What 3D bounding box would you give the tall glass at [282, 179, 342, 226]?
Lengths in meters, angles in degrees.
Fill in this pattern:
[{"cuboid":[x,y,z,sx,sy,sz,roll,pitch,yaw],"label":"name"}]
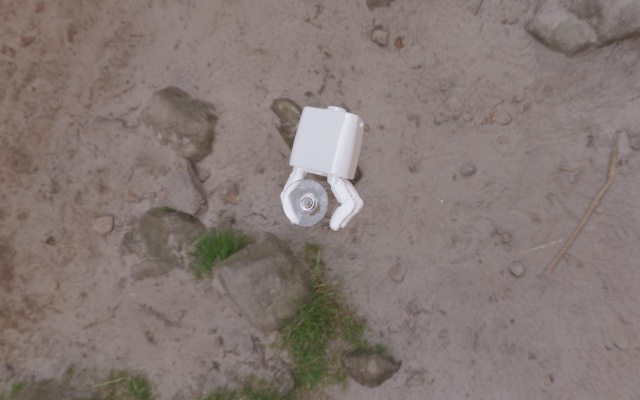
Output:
[{"cuboid":[0.000,0.003,0.843,0.079,0.079,0.201,0,0,14],"label":"tall glass"}]
